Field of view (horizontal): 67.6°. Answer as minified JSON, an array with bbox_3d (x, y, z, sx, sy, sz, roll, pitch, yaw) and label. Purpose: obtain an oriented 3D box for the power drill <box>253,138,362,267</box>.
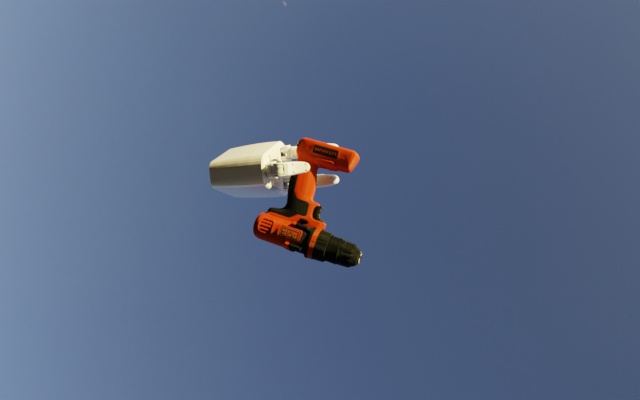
[{"bbox_3d":[0.000,0.002,0.785,0.184,0.187,0.057,18,-11,9],"label":"power drill"}]
